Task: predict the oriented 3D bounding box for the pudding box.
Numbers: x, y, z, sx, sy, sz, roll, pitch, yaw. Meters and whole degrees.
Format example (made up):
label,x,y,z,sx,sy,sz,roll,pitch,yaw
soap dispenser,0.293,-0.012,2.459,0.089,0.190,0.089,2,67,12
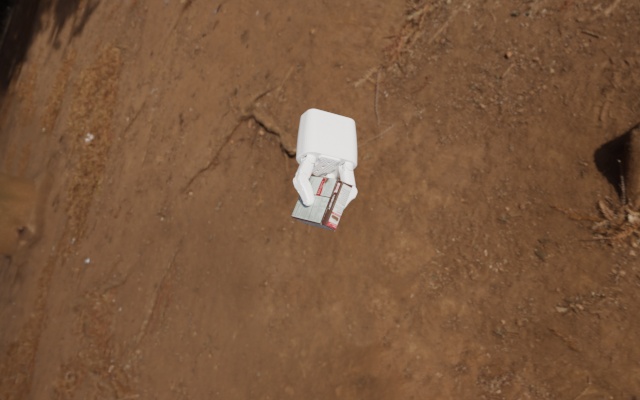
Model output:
label,x,y,z,sx,sy,sz,roll,pitch,yaw
pudding box,0.000,0.003,0.882,0.039,0.090,0.113,24,-7,-30
